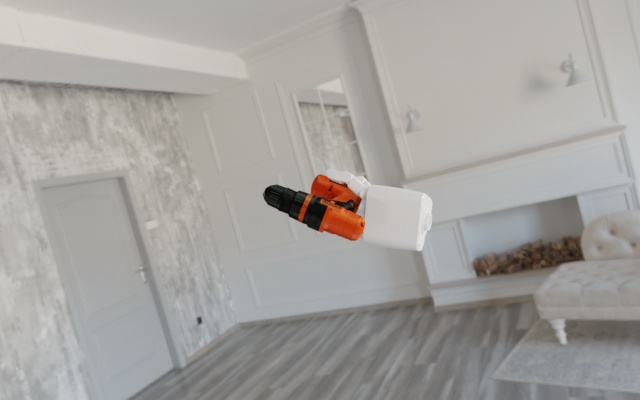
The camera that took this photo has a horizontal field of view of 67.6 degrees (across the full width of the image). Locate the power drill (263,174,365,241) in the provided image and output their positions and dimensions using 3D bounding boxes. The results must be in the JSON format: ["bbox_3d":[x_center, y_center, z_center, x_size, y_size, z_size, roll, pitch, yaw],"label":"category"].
[{"bbox_3d":[0.000,0.003,0.885,0.184,0.057,0.187,24,19,4],"label":"power drill"}]
